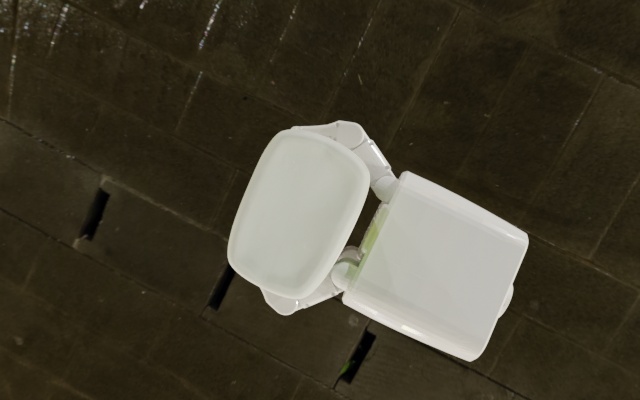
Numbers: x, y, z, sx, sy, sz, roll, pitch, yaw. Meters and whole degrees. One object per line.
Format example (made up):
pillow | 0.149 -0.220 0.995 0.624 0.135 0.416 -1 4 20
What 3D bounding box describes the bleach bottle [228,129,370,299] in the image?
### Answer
bleach bottle | 0.000 0.001 0.401 0.068 0.102 0.251 26 7 5
